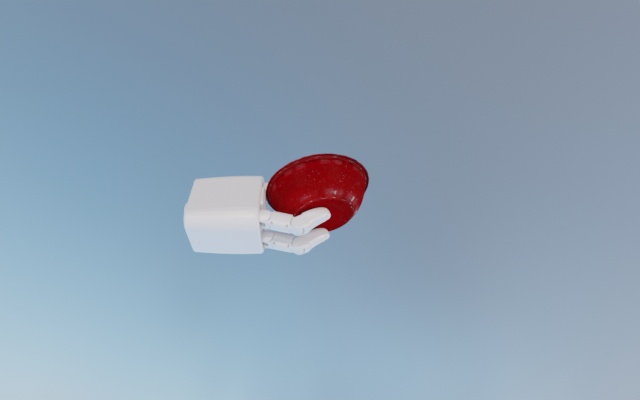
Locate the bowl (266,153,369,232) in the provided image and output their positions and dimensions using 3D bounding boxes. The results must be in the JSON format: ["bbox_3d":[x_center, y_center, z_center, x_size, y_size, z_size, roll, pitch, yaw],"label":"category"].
[{"bbox_3d":[0.001,0.002,0.721,0.162,0.055,0.162,-8,-36,-6],"label":"bowl"}]
